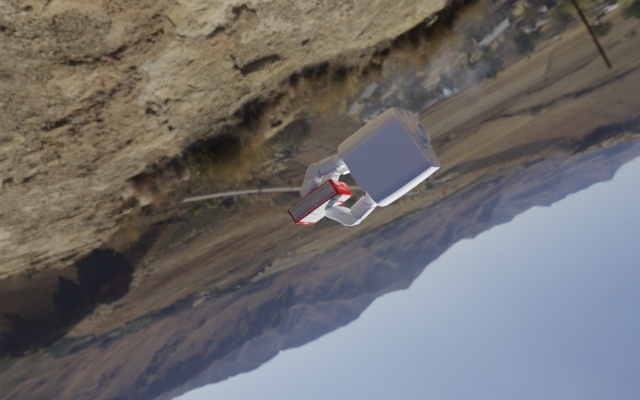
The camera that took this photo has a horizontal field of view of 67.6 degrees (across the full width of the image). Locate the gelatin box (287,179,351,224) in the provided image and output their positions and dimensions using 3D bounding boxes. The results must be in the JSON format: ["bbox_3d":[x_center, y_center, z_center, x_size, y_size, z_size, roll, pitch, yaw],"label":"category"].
[{"bbox_3d":[0.000,0.003,0.774,0.089,0.030,0.073,-37,-14,15],"label":"gelatin box"}]
